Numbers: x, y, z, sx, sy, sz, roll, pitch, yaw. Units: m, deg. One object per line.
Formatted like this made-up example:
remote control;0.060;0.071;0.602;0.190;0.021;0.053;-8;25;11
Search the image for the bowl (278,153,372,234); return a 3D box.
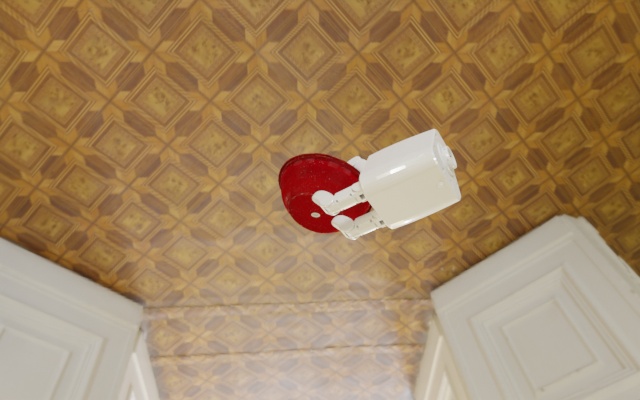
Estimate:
bowl;-0.001;0.003;0.762;0.162;0.055;0.162;13;-40;11
